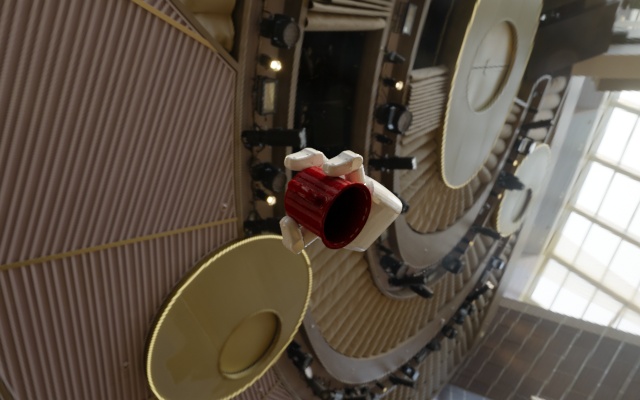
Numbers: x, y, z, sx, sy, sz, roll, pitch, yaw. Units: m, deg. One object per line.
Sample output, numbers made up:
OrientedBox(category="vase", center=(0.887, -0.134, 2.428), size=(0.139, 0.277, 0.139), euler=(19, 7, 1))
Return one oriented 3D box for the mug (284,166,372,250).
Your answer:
OrientedBox(category="mug", center=(-0.001, 0.002, 0.619), size=(0.081, 0.093, 0.117), euler=(29, 2, 38))
